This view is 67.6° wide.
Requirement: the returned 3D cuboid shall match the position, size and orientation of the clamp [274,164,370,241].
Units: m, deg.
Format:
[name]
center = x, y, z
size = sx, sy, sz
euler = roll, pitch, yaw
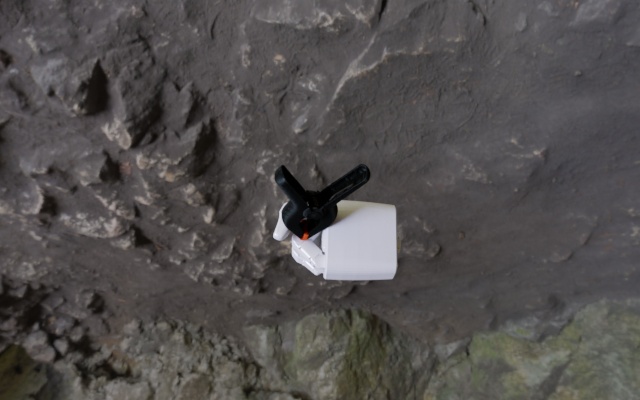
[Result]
[clamp]
center = 0.000, 0.003, 0.644
size = 0.120, 0.039, 0.172
euler = -1, -28, -4
